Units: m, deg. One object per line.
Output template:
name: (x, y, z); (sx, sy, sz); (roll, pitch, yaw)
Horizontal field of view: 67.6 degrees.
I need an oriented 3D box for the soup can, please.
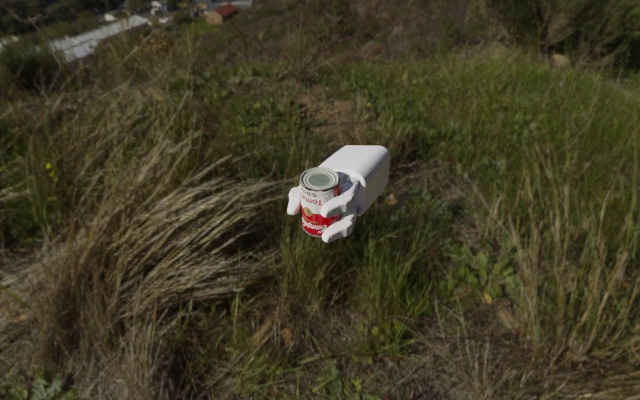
soup can: (0.000, 0.003, 0.816); (0.068, 0.102, 0.068); (-1, 39, 1)
